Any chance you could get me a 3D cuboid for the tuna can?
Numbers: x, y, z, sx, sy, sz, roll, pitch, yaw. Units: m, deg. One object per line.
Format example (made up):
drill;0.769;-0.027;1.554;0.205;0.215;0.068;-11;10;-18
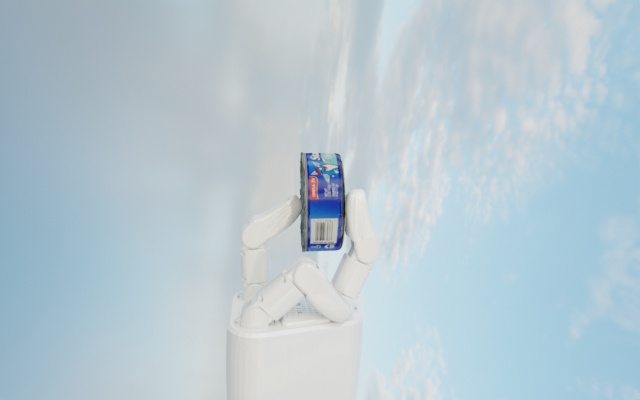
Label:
tuna can;0.001;0.001;0.410;0.034;0.086;0.086;-1;0;-4
